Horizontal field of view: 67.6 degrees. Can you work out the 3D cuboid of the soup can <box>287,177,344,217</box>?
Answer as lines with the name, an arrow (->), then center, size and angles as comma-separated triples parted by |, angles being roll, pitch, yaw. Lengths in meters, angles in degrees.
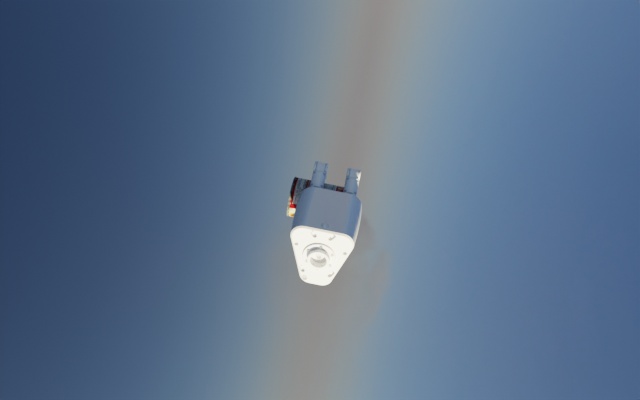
soup can -> 0.000, 0.003, 0.804 | 0.102, 0.068, 0.068 | 11, 0, 2
